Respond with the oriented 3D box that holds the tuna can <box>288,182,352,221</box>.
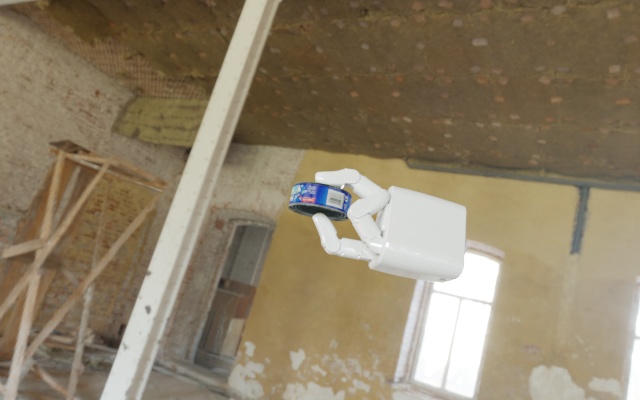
[{"bbox_3d":[0.000,0.002,0.667,0.086,0.033,0.086,10,-13,2],"label":"tuna can"}]
